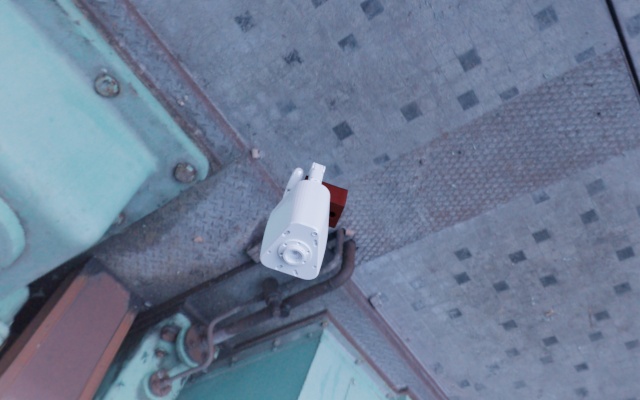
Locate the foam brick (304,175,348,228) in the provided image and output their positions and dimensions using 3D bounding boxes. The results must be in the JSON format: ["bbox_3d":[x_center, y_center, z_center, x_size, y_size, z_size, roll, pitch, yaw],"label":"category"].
[{"bbox_3d":[0.000,0.003,0.808,0.078,0.053,0.051,19,36,-6],"label":"foam brick"}]
